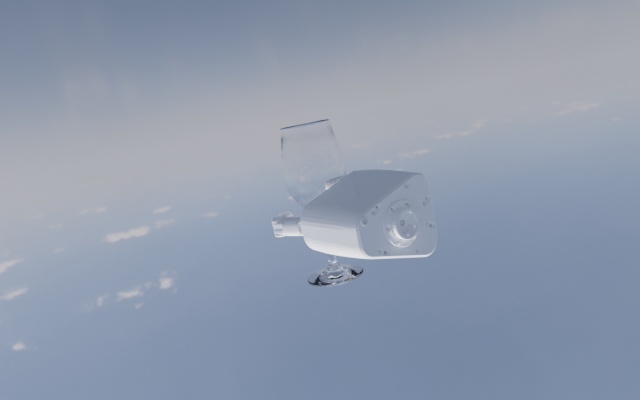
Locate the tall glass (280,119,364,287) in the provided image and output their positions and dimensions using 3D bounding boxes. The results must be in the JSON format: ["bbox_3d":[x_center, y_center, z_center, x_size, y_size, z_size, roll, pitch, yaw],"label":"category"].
[{"bbox_3d":[0.000,0.003,0.604,0.079,0.201,0.079,-11,10,2],"label":"tall glass"}]
